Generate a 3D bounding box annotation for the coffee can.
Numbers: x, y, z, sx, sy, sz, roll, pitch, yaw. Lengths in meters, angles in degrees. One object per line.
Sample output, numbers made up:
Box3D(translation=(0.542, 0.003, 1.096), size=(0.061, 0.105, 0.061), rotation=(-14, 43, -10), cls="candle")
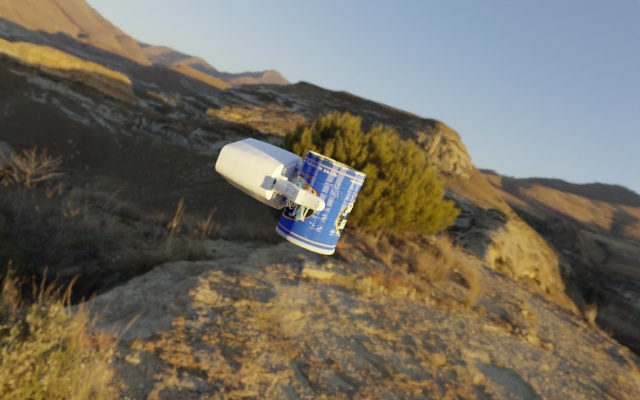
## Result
Box3D(translation=(0.000, 0.003, 0.777), size=(0.103, 0.140, 0.103), rotation=(22, 7, -3), cls="coffee can")
